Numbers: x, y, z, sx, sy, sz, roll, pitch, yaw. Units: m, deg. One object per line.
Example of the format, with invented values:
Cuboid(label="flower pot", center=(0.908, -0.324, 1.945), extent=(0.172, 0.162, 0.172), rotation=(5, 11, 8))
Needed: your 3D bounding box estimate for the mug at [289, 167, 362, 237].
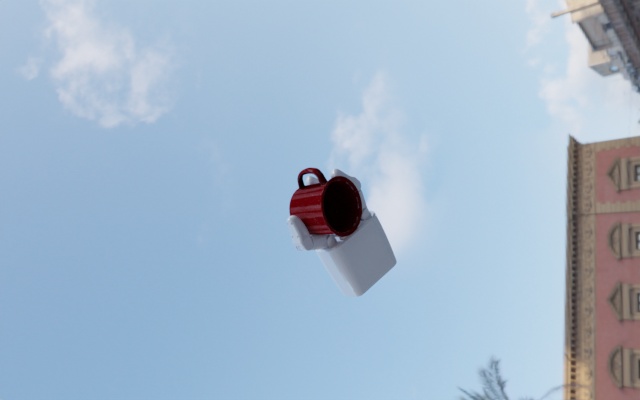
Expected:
Cuboid(label="mug", center=(-0.001, 0.001, 0.747), extent=(0.081, 0.117, 0.093), rotation=(-8, 27, 44))
